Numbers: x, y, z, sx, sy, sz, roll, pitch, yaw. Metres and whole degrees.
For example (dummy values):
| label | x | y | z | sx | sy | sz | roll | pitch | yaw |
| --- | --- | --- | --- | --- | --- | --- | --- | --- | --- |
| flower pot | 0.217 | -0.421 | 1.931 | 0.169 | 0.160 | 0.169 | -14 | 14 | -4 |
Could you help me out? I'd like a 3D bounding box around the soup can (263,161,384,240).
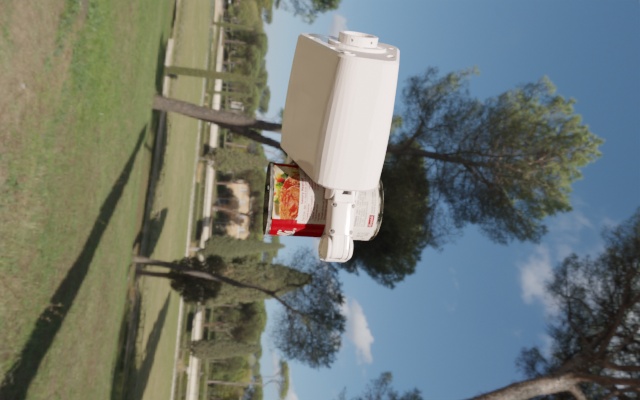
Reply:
| label | x | y | z | sx | sy | sz | roll | pitch | yaw |
| --- | --- | --- | --- | --- | --- | --- | --- | --- | --- |
| soup can | 0.000 | 0.002 | 0.446 | 0.102 | 0.068 | 0.068 | 4 | -1 | -11 |
